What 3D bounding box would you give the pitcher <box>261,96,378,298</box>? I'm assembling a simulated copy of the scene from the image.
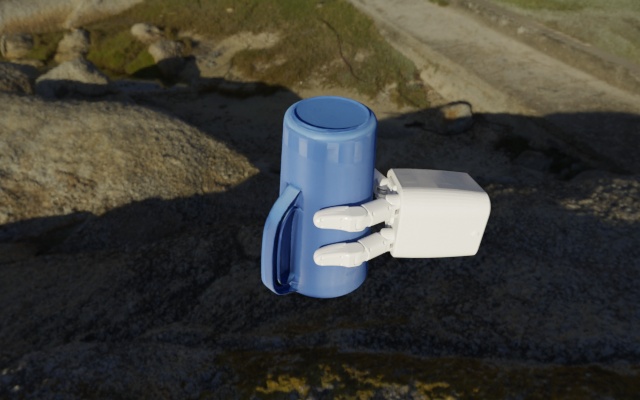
[{"bbox_3d":[0.000,0.002,0.605,0.145,0.243,0.149,1,36,-3],"label":"pitcher"}]
